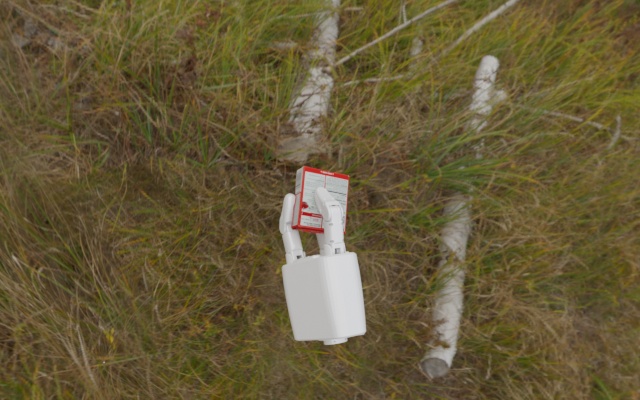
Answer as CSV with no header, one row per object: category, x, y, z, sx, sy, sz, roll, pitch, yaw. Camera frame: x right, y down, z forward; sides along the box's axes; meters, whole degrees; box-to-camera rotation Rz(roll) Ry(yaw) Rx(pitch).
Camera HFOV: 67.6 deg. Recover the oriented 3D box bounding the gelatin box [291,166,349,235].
gelatin box,0.000,0.002,0.677,0.073,0.089,0.030,10,-13,-23
